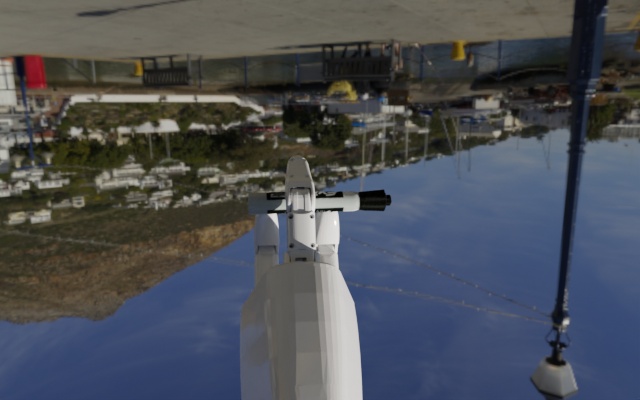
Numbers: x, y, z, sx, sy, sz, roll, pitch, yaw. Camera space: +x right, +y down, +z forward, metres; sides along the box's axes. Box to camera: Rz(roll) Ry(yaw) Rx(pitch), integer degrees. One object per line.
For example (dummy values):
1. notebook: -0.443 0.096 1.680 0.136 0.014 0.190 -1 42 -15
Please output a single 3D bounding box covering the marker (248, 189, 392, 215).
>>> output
1. marker: 0.000 0.001 0.405 0.121 0.020 0.020 -1 0 -5
